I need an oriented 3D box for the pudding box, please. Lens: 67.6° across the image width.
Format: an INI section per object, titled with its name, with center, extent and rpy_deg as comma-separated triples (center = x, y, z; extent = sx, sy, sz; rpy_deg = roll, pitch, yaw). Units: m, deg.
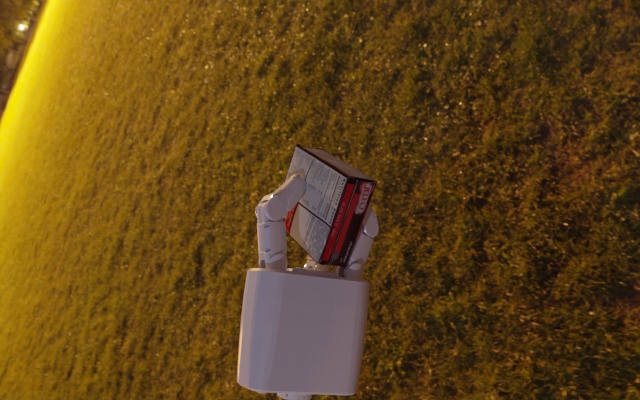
[pudding box]
center = 0.000, 0.002, 0.480
extent = 0.039, 0.090, 0.113
rpy_deg = 10, 16, -35
